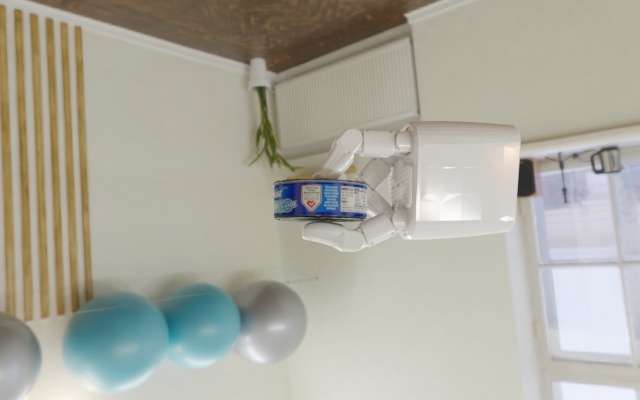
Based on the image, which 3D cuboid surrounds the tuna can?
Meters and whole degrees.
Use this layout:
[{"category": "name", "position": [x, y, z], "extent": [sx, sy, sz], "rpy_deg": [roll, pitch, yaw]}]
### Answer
[{"category": "tuna can", "position": [0.000, 0.002, 0.434], "extent": [0.086, 0.033, 0.086], "rpy_deg": [1, -5, 0]}]
